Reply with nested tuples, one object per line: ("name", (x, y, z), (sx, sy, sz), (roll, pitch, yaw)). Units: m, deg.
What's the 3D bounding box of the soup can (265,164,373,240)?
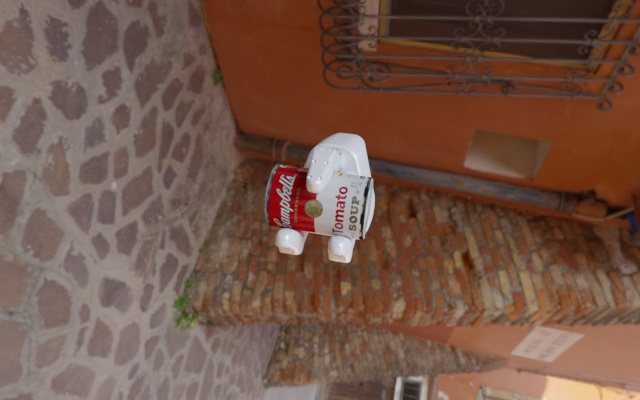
("soup can", (0.000, 0.002, 0.502), (0.102, 0.068, 0.068), (8, 1, 10))
